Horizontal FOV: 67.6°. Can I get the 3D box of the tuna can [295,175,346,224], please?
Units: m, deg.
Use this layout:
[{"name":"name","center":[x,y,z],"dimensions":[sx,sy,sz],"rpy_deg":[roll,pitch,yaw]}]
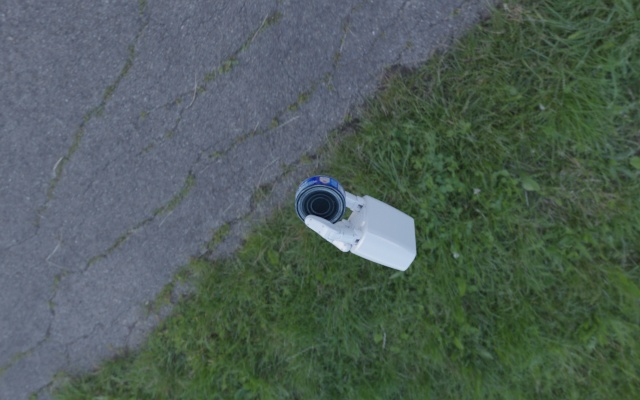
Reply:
[{"name":"tuna can","center":[0.000,0.003,0.800],"dimensions":[0.086,0.086,0.033],"rpy_deg":[0,30,1]}]
